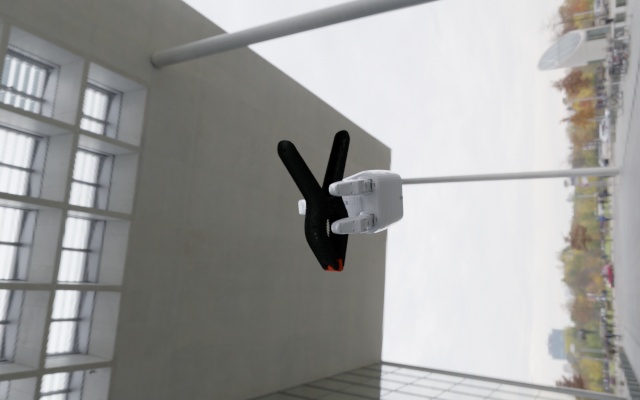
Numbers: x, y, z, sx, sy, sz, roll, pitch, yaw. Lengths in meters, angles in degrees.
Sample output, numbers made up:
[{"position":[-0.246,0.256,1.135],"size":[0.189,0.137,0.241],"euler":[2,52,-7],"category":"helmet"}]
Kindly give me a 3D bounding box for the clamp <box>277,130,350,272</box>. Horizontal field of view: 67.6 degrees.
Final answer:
[{"position":[0.000,0.003,0.684],"size":[0.036,0.210,0.164],"euler":[-1,4,35],"category":"clamp"}]
